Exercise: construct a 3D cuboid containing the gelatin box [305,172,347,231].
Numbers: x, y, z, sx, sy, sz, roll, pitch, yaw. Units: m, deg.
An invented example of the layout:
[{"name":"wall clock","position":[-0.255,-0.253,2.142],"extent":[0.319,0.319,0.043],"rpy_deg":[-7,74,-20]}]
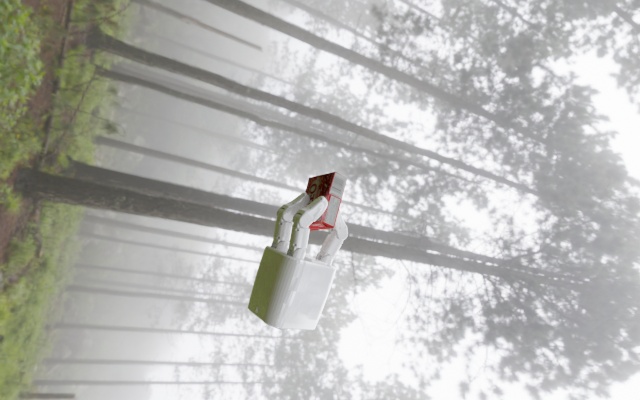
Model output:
[{"name":"gelatin box","position":[0.001,0.002,0.764],"extent":[0.030,0.089,0.073],"rpy_deg":[26,-19,-30]}]
